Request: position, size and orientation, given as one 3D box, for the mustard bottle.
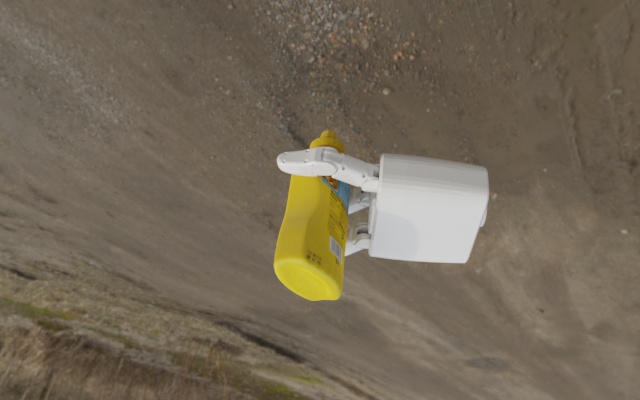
[{"bbox_3d":[0.000,0.002,0.511,0.058,0.191,0.096,-8,-36,24],"label":"mustard bottle"}]
